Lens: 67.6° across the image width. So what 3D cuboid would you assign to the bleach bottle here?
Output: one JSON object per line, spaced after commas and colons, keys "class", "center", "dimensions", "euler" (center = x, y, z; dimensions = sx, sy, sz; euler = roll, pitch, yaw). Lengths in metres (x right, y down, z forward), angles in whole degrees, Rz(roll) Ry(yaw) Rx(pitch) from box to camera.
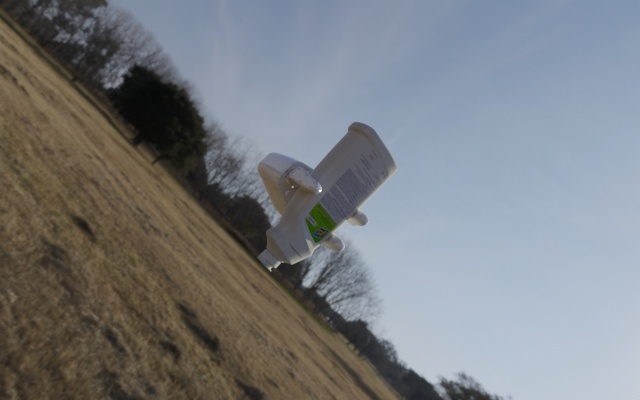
{"class": "bleach bottle", "center": [0.000, 0.002, 0.719], "dimensions": [0.103, 0.251, 0.068], "euler": [50, -10, -31]}
